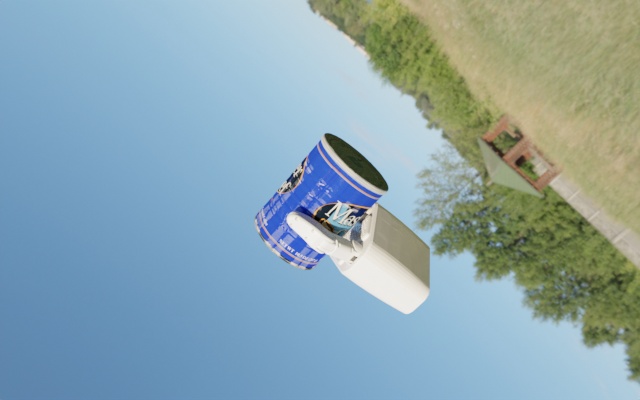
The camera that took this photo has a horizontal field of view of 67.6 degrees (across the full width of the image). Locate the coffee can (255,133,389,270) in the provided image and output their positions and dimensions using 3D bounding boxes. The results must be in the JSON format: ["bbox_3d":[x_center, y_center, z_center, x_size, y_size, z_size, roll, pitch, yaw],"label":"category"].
[{"bbox_3d":[0.000,0.002,0.595,0.103,0.140,0.102,37,19,-15],"label":"coffee can"}]
